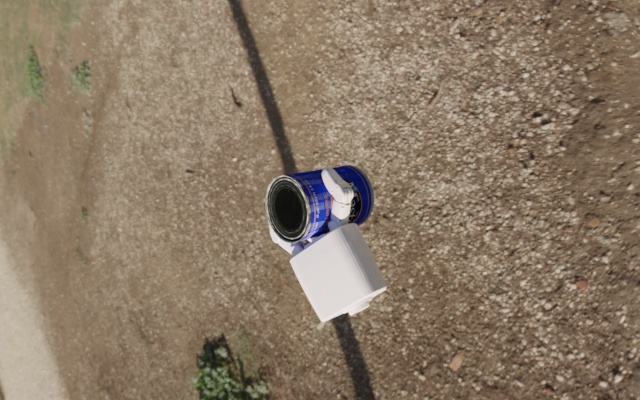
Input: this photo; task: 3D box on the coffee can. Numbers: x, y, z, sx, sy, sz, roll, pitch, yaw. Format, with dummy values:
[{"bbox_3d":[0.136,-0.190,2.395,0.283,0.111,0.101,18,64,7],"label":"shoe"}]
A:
[{"bbox_3d":[0.000,0.002,0.746,0.140,0.103,0.103,-12,8,-42],"label":"coffee can"}]
